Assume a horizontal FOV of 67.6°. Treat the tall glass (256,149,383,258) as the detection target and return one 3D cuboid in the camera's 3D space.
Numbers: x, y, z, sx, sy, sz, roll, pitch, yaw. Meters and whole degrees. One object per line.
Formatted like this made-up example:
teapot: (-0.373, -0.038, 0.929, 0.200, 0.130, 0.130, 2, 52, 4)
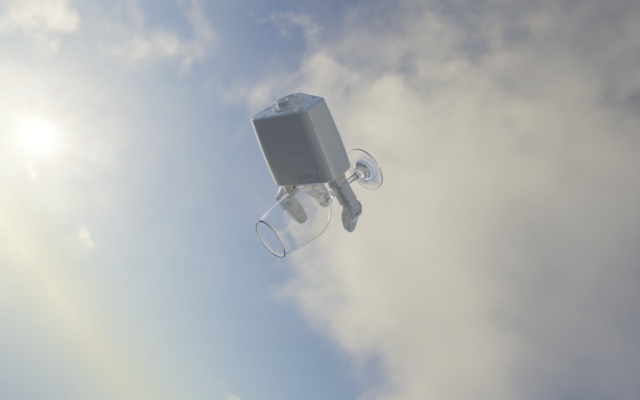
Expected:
tall glass: (0.001, 0.002, 0.705, 0.201, 0.079, 0.079, -37, 20, -29)
